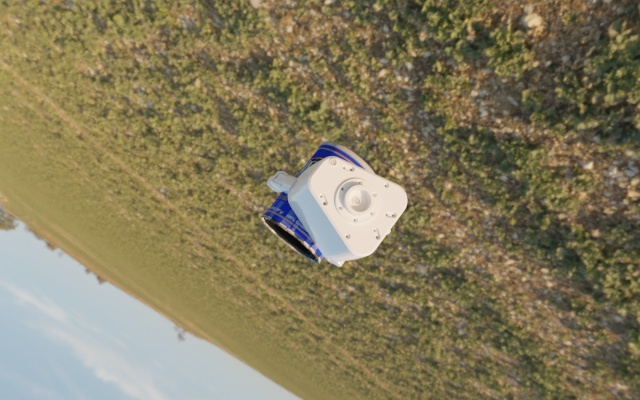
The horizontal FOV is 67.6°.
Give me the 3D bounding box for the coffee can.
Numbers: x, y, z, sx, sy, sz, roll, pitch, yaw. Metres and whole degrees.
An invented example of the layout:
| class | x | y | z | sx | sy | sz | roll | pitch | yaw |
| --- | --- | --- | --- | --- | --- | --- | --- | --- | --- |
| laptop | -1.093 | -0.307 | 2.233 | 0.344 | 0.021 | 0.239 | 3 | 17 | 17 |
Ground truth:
| class | x | y | z | sx | sy | sz | roll | pitch | yaw |
| --- | --- | --- | --- | --- | --- | --- | --- | --- | --- |
| coffee can | 0.000 | 0.002 | 0.671 | 0.103 | 0.140 | 0.103 | 36 | -15 | 11 |
